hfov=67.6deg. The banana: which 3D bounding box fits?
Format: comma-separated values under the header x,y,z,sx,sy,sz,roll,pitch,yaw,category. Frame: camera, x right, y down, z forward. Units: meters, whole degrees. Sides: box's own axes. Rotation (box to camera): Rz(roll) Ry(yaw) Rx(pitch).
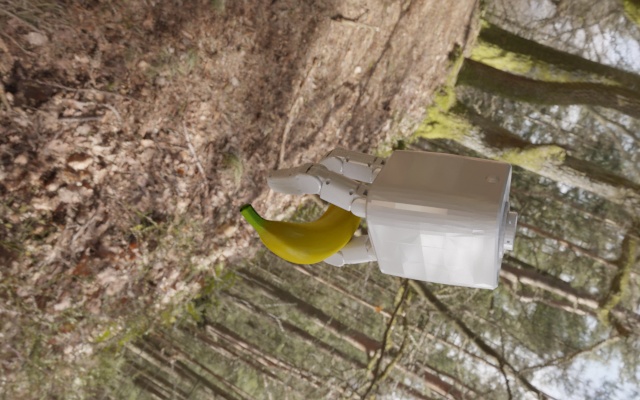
x,y,z,sx,sy,sz,roll,pitch,yaw,category
0.003,0.020,0.467,0.037,0.069,0.198,-13,2,31,banana
